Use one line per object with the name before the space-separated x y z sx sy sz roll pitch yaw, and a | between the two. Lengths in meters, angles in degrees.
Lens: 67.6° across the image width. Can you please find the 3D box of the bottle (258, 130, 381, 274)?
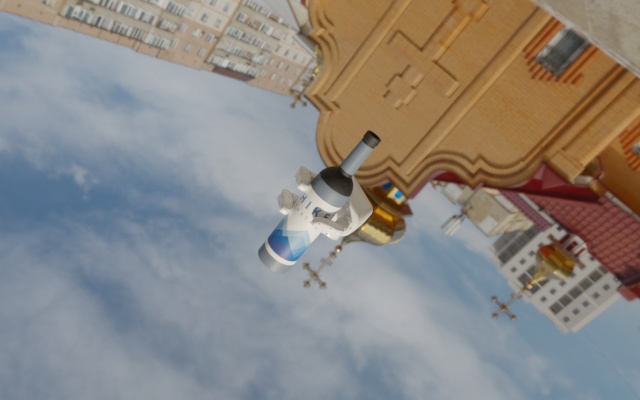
bottle | 0.000 0.003 0.812 0.069 0.296 0.069 32 23 -16
